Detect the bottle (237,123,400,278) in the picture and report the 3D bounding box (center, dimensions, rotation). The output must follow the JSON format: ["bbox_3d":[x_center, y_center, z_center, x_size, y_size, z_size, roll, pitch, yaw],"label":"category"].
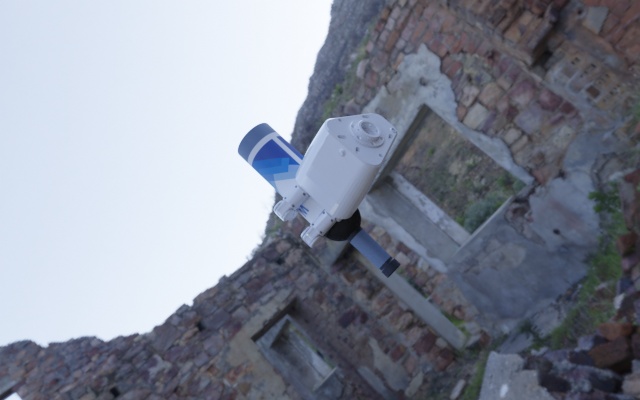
[{"bbox_3d":[0.000,0.002,0.710,0.295,0.069,0.069,43,12,13],"label":"bottle"}]
